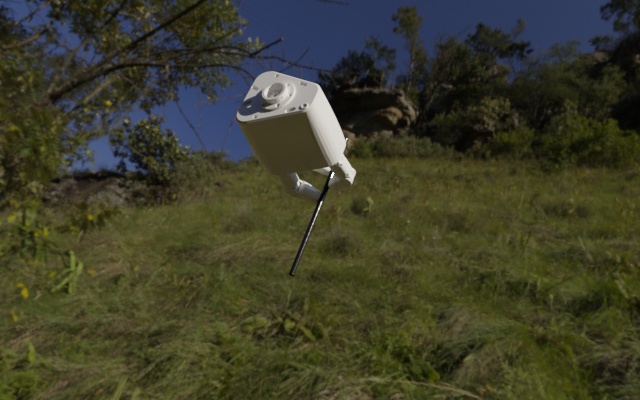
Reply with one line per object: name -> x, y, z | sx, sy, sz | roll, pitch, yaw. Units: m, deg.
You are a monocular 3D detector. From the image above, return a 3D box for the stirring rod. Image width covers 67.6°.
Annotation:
stirring rod -> 0.000, 0.002, 0.706 | 0.011, 0.239, 0.011 | 17, -27, 9
